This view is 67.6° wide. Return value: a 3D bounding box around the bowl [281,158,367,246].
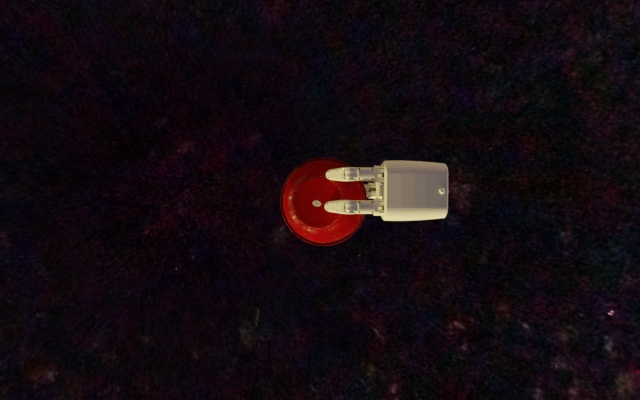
[{"bbox_3d":[-0.001,0.003,0.849,0.162,0.162,0.055,0,1,11],"label":"bowl"}]
